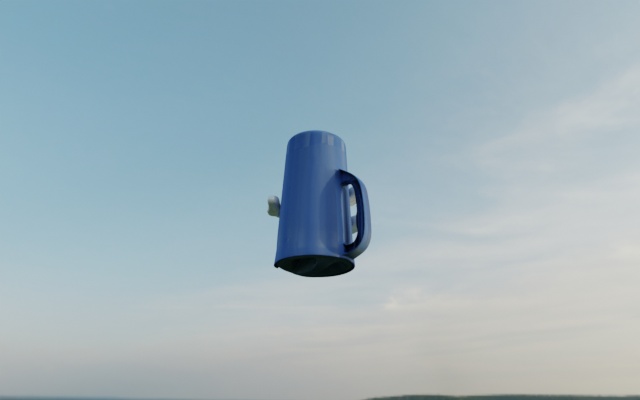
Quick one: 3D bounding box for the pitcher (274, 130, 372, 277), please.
[{"bbox_3d":[0.000,0.003,0.823,0.149,0.242,0.145,3,-23,-6],"label":"pitcher"}]
